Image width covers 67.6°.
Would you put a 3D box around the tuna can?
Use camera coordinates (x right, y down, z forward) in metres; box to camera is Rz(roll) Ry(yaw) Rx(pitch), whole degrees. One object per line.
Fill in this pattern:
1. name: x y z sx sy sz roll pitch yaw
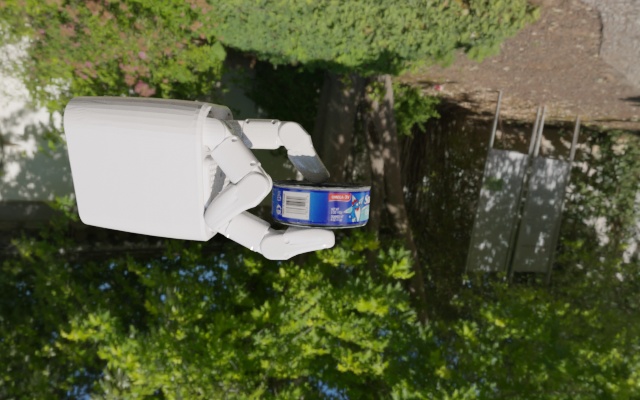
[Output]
1. tuna can: 0.000 0.002 0.416 0.086 0.034 0.086 2 6 0
